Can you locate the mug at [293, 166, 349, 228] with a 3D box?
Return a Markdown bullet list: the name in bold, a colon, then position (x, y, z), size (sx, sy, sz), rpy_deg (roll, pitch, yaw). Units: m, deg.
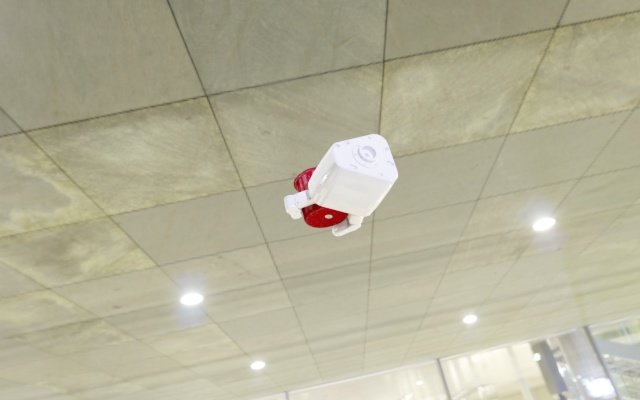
- **mug**: position (0.000, 0.004, 0.864), size (0.093, 0.081, 0.117), rpy_deg (0, -32, -22)
